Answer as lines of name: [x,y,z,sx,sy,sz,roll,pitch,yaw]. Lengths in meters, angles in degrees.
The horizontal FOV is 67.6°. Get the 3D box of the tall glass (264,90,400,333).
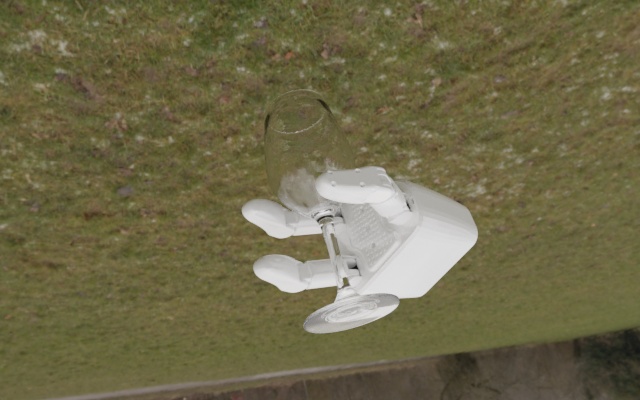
tall glass: [0.000,0.002,0.401,0.079,0.201,0.079,-12,-29,-7]
